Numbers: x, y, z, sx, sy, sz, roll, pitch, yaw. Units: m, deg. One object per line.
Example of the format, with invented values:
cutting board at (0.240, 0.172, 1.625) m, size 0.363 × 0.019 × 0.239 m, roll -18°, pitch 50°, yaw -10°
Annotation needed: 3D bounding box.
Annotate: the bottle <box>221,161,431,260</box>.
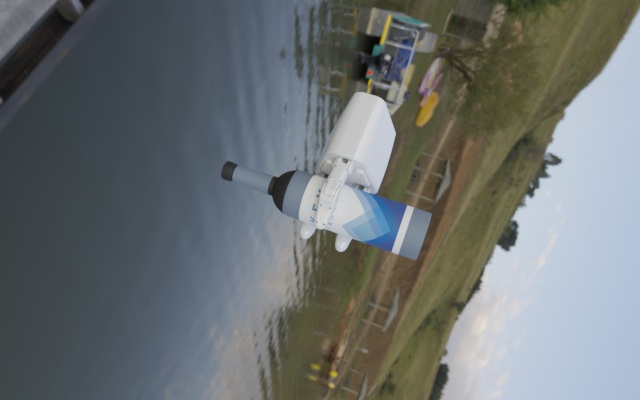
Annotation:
bottle at (0.000, 0.002, 0.662) m, size 0.295 × 0.069 × 0.069 m, roll 19°, pitch 3°, yaw 10°
